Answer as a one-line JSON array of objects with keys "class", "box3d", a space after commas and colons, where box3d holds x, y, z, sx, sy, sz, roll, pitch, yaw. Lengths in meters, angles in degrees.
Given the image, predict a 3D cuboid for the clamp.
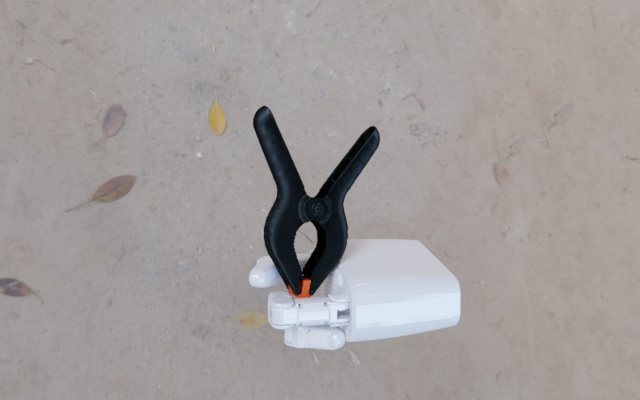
[{"class": "clamp", "box3d": [0.000, 0.002, 0.435, 0.120, 0.171, 0.039, -2, 6, -15]}]
